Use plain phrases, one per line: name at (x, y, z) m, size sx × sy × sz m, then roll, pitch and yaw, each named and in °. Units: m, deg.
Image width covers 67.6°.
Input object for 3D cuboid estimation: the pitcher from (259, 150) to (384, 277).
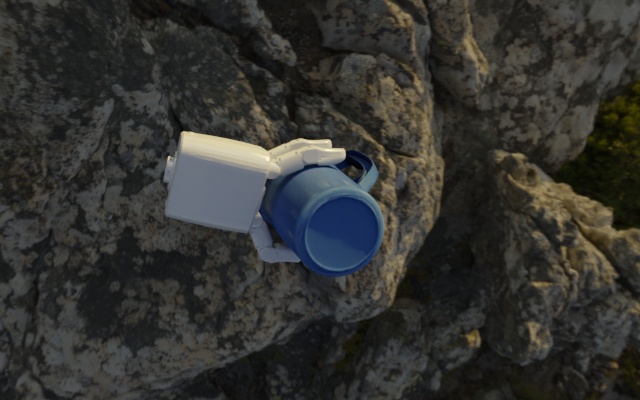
pitcher at (0.000, 0.002, 0.639) m, size 0.145 × 0.149 × 0.242 m, roll 12°, pitch 10°, yaw -19°
